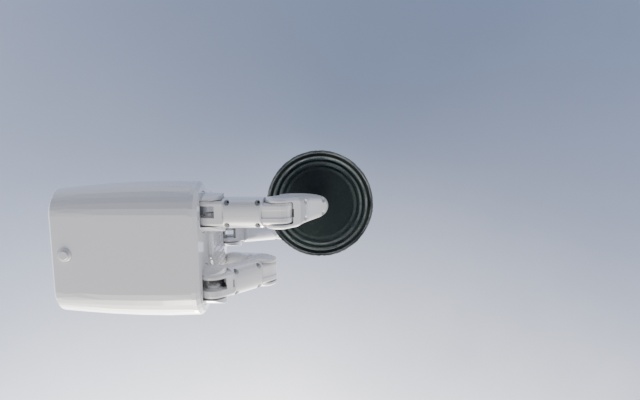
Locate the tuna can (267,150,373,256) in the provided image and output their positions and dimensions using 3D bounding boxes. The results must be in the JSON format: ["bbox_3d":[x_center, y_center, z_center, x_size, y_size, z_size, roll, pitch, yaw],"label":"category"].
[{"bbox_3d":[0.000,0.001,0.401,0.086,0.086,0.034,0,5,3],"label":"tuna can"}]
